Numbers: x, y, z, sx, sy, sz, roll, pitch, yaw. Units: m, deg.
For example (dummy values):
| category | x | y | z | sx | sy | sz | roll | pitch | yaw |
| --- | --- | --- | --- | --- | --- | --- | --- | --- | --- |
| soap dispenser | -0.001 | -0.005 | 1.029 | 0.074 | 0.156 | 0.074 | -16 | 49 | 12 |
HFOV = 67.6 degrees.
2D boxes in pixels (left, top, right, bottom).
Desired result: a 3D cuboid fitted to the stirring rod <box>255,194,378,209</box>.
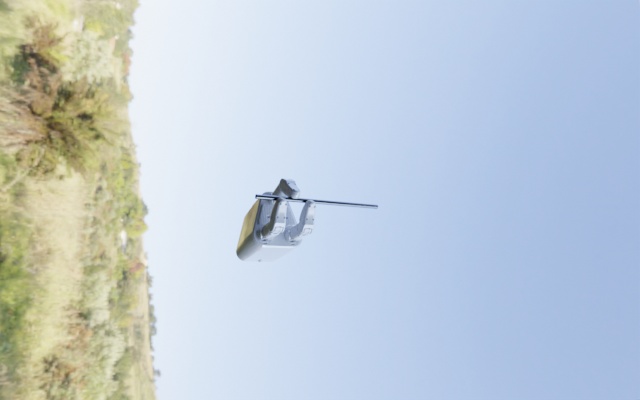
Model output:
| category | x | y | z | sx | sy | sz | roll | pitch | yaw |
| --- | --- | --- | --- | --- | --- | --- | --- | --- | --- |
| stirring rod | 0.000 | 0.003 | 0.836 | 0.239 | 0.011 | 0.011 | 5 | -2 | -28 |
